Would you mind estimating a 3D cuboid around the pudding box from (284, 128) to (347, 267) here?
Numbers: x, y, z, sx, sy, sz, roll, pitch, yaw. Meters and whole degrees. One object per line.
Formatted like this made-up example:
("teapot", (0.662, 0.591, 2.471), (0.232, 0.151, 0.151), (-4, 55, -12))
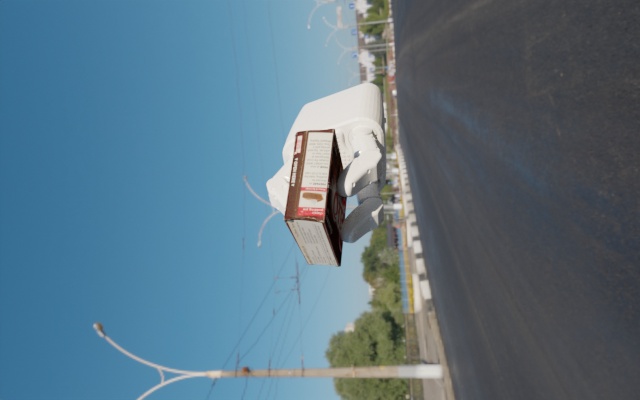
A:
("pudding box", (0.000, 0.001, 0.443), (0.039, 0.090, 0.113), (0, -26, 12))
